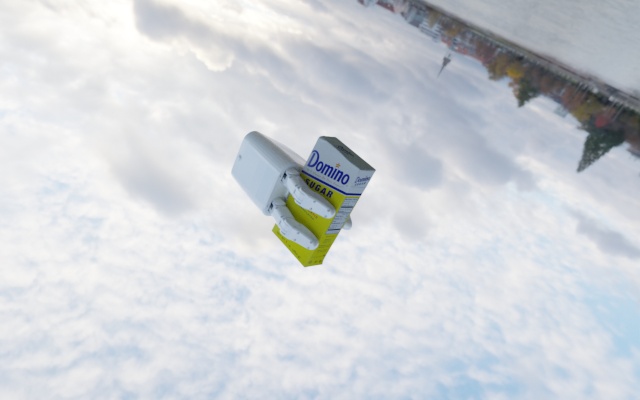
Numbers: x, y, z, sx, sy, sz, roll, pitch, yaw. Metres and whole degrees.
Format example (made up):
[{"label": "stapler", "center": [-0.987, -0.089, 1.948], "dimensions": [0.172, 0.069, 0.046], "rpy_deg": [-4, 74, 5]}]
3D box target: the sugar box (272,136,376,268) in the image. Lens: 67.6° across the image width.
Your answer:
[{"label": "sugar box", "center": [0.000, 0.002, 0.705], "dimensions": [0.048, 0.176, 0.093], "rpy_deg": [-3, 37, -47]}]
